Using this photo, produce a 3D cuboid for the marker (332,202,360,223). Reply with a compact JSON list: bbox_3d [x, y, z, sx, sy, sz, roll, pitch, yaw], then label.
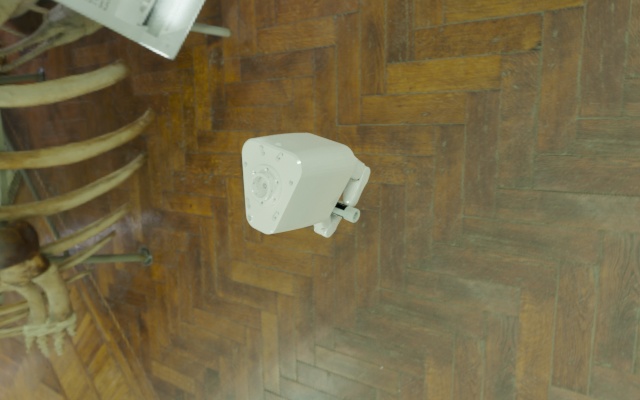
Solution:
[{"bbox_3d":[0.000,0.002,0.667,0.121,0.020,0.020,22,12,32],"label":"marker"}]
